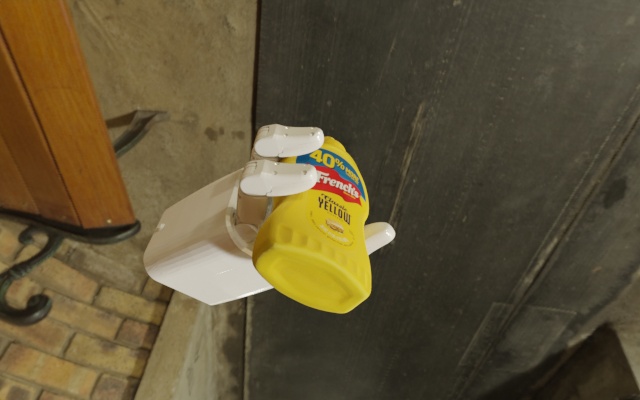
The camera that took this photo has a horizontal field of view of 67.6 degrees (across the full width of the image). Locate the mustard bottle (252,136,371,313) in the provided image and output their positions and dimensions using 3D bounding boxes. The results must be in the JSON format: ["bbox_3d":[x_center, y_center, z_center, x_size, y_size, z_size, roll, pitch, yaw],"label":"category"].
[{"bbox_3d":[0.000,0.001,0.430,0.096,0.191,0.058,30,-54,-19],"label":"mustard bottle"}]
